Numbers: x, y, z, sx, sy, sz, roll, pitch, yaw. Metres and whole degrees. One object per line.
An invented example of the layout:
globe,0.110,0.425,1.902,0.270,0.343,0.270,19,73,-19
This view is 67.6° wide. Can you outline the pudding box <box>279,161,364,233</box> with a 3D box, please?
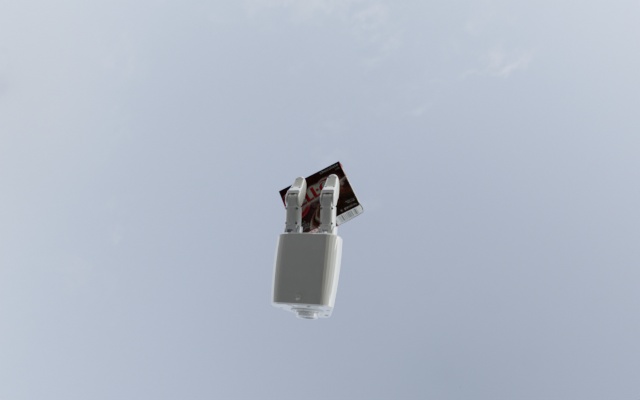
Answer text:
pudding box,0.000,0.003,0.760,0.113,0.090,0.039,-26,-29,3
